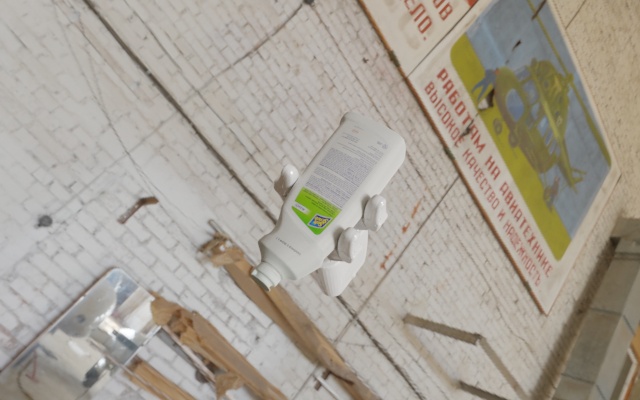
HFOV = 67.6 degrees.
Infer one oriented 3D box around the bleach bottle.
[{"bbox_3d":[0.000,0.002,0.587,0.102,0.250,0.068,30,-26,23],"label":"bleach bottle"}]
